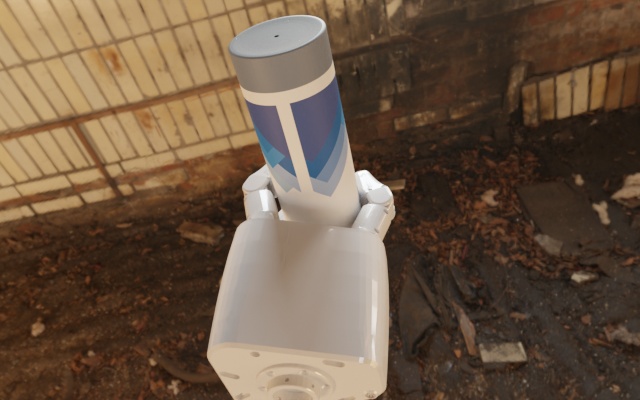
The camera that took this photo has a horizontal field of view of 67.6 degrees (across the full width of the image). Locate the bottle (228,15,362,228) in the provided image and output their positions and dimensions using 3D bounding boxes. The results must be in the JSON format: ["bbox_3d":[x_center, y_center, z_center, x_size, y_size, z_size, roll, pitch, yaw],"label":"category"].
[{"bbox_3d":[0.000,0.001,0.407,0.069,0.296,0.069,-9,40,7],"label":"bottle"}]
